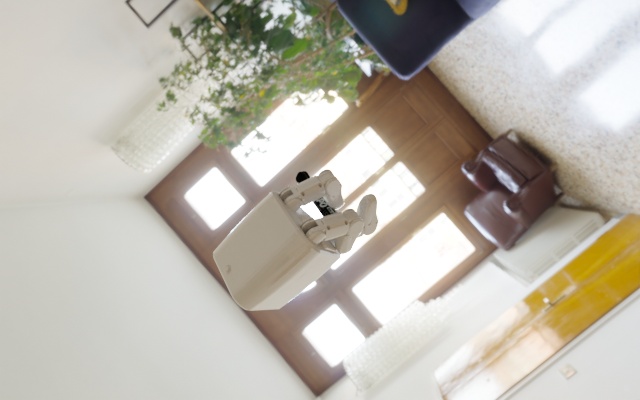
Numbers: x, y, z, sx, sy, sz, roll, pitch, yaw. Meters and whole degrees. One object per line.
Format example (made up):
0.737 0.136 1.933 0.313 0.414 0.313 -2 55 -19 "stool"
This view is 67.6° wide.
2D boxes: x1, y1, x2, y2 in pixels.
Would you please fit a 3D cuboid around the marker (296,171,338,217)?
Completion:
0.000 0.002 0.599 0.020 0.020 0.121 0 38 -36 "marker"
